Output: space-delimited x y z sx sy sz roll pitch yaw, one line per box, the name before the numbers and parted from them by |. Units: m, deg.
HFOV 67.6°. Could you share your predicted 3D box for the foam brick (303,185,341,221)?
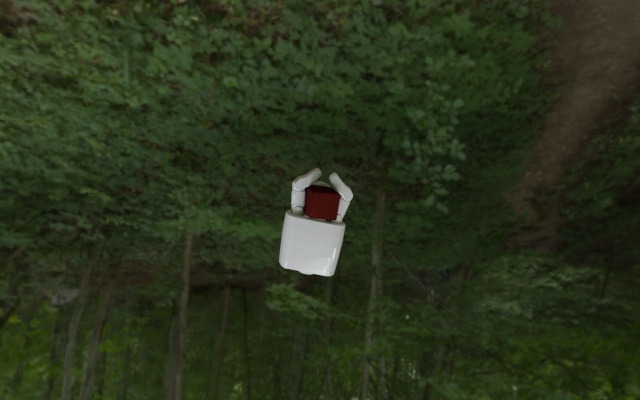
foam brick | 0.000 0.003 0.896 0.053 0.051 0.078 7 10 -14
